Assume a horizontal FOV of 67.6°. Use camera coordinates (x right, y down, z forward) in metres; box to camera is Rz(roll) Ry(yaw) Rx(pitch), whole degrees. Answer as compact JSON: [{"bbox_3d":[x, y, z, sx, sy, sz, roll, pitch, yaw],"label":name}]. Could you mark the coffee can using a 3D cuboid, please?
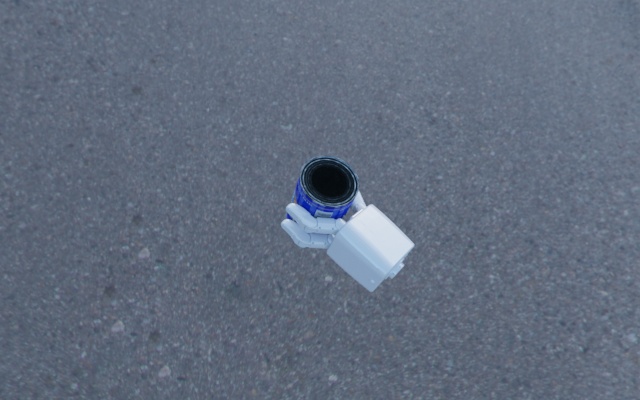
[{"bbox_3d":[0.000,0.003,0.846,0.103,0.102,0.140,0,-31,-15],"label":"coffee can"}]
